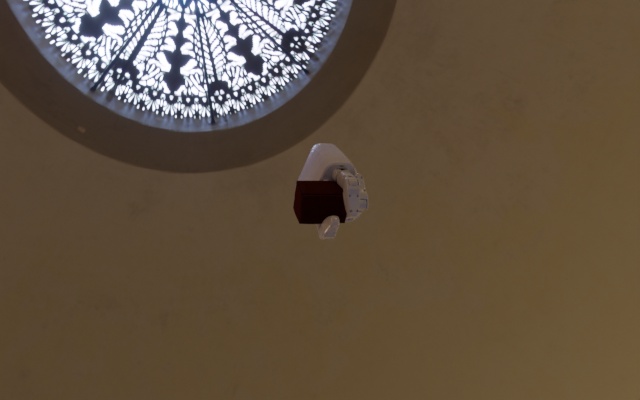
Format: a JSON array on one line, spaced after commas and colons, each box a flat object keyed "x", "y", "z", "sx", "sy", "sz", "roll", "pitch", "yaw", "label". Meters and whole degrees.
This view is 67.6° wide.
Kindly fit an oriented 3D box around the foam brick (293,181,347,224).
[{"x": 0.000, "y": 0.002, "z": 0.755, "sx": 0.078, "sy": 0.053, "sz": 0.051, "roll": 0, "pitch": 27, "yaw": -17, "label": "foam brick"}]
